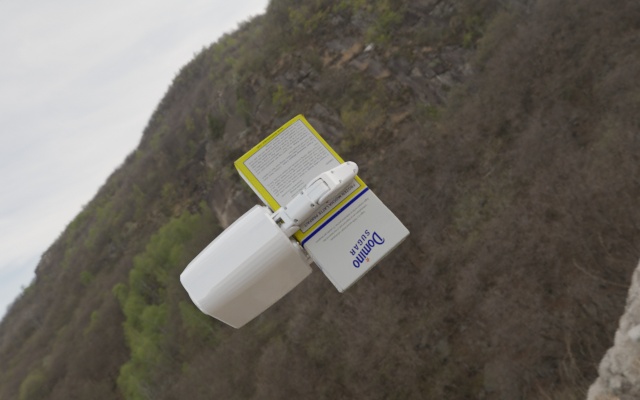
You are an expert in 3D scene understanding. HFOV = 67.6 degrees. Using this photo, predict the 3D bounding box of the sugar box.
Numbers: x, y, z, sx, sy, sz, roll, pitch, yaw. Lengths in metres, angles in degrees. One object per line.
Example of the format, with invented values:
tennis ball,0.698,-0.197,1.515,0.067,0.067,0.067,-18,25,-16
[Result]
sugar box,0.000,0.002,0.509,0.093,0.176,0.048,-39,-10,-9
